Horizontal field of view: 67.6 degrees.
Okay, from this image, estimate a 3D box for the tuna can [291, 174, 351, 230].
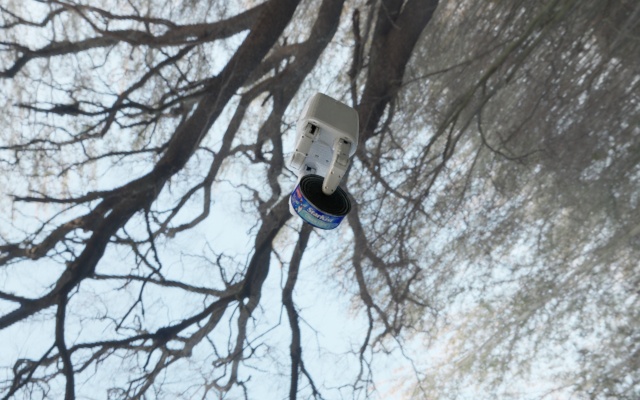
[{"bbox_3d":[0.000,0.003,0.699,0.086,0.086,0.034,0,-45,-42],"label":"tuna can"}]
